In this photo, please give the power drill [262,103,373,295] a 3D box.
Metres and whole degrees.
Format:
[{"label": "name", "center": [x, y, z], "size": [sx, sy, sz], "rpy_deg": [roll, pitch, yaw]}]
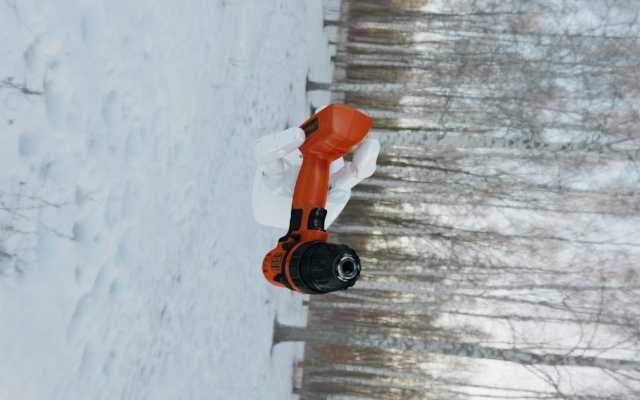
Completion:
[{"label": "power drill", "center": [0.000, 0.001, 0.485], "size": [0.057, 0.187, 0.184], "rpy_deg": [20, -15, -22]}]
